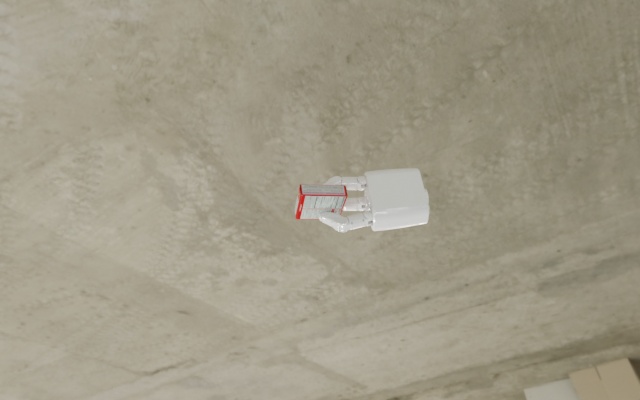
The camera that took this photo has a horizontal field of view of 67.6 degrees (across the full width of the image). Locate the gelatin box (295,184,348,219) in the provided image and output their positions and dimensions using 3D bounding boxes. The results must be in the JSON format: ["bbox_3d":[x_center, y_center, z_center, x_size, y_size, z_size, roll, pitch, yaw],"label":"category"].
[{"bbox_3d":[0.000,0.003,0.898,0.089,0.030,0.073,0,-39,-13],"label":"gelatin box"}]
